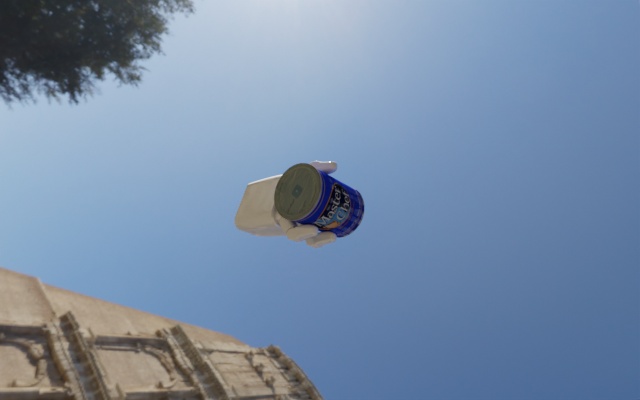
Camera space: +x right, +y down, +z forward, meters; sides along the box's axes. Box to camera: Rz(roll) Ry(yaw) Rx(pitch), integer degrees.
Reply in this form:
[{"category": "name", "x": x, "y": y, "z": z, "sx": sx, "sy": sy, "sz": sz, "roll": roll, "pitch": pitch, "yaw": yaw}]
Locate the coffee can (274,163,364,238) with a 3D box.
[{"category": "coffee can", "x": 0.000, "y": 0.003, "z": 0.867, "sx": 0.103, "sy": 0.102, "sz": 0.140, "roll": 0, "pitch": -16, "yaw": 38}]
